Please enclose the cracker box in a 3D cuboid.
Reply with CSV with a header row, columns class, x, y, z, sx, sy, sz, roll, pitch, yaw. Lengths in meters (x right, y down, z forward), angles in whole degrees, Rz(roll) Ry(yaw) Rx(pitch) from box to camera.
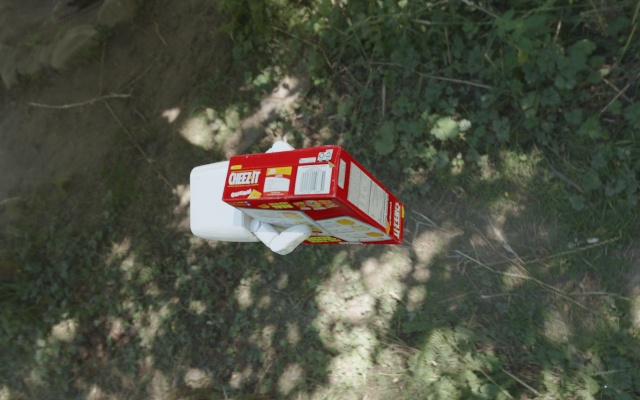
class,x,y,z,sx,sy,sz,roll,pitch,yaw
cracker box,0.000,0.002,0.647,0.164,0.072,0.214,-2,-20,30
